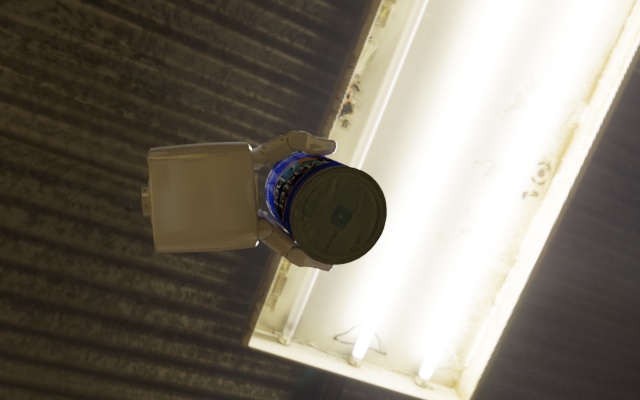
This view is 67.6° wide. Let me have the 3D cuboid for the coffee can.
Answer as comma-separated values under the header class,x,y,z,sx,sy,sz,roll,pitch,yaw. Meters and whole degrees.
class,x,y,z,sx,sy,sz,roll,pitch,yaw
coffee can,0.000,0.002,0.543,0.103,0.103,0.140,0,12,-18
